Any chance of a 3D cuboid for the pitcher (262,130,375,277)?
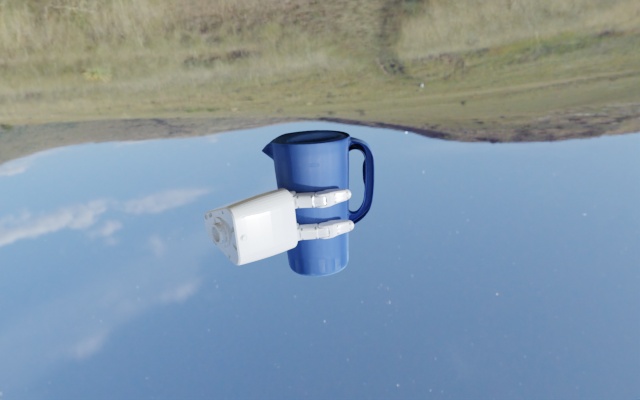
[{"bbox_3d":[0.000,0.003,0.823,0.145,0.243,0.149,-17,22,-36],"label":"pitcher"}]
